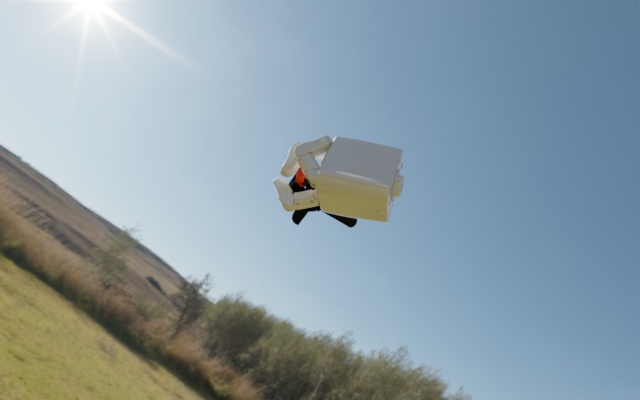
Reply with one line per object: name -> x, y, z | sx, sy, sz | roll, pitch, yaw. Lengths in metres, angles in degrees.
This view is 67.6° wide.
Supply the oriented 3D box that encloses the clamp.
clamp -> 0.000, 0.002, 0.805 | 0.120, 0.039, 0.171 | 1, -26, 7
